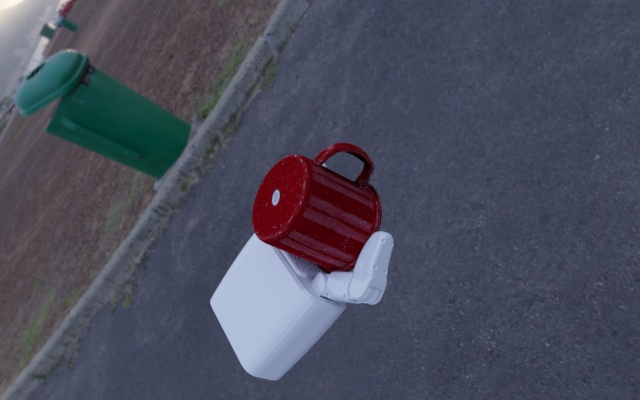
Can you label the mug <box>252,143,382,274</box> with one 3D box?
[{"bbox_3d":[0.001,0.000,0.420,0.081,0.117,0.093,25,19,-34],"label":"mug"}]
